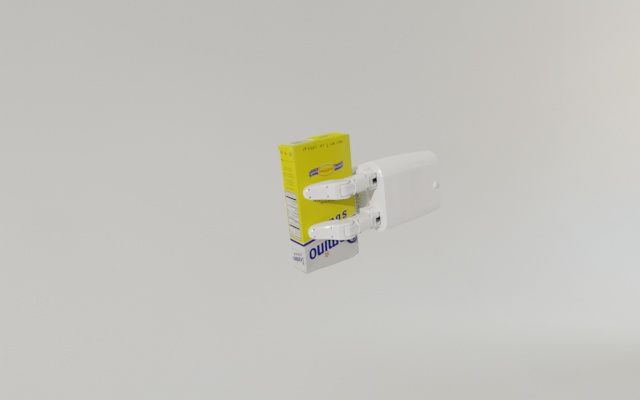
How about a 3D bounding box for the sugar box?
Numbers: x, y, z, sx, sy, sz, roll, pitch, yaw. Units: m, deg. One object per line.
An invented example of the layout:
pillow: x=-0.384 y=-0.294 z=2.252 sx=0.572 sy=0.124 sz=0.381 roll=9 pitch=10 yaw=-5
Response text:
sugar box: x=0.001 y=0.002 z=0.651 sx=0.093 sy=0.176 sz=0.048 roll=-17 pitch=17 yaw=-30
